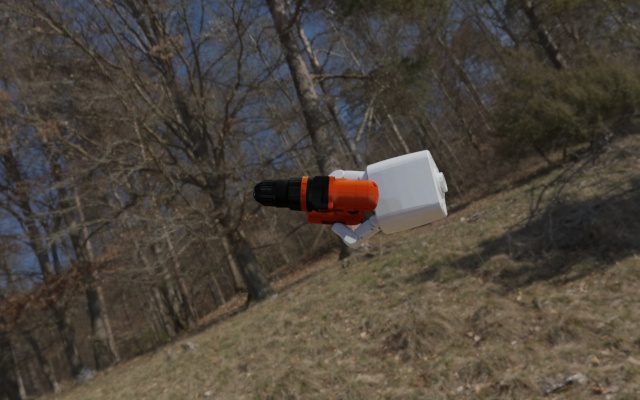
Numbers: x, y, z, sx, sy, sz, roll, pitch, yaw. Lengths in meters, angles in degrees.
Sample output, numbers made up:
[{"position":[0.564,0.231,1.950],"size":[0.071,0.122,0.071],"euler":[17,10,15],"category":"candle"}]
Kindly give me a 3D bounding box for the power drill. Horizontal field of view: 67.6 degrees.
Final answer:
[{"position":[0.000,0.003,0.764],"size":[0.184,0.057,0.188],"euler":[3,-7,7],"category":"power drill"}]
